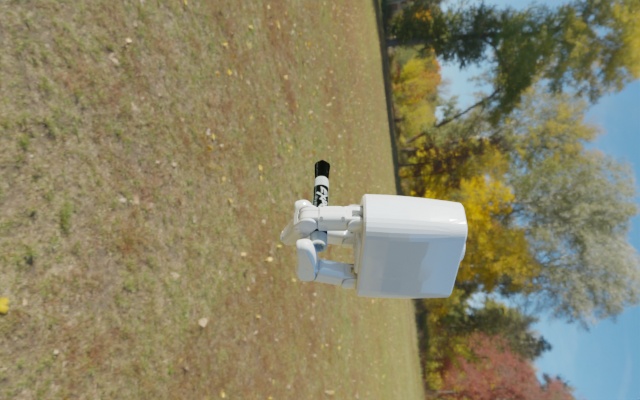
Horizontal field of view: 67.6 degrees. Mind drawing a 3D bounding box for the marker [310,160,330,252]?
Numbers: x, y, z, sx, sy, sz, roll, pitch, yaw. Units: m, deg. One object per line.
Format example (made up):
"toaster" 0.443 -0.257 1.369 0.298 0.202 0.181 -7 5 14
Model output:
"marker" 0.000 0.002 0.533 0.020 0.121 0.020 2 -38 1
